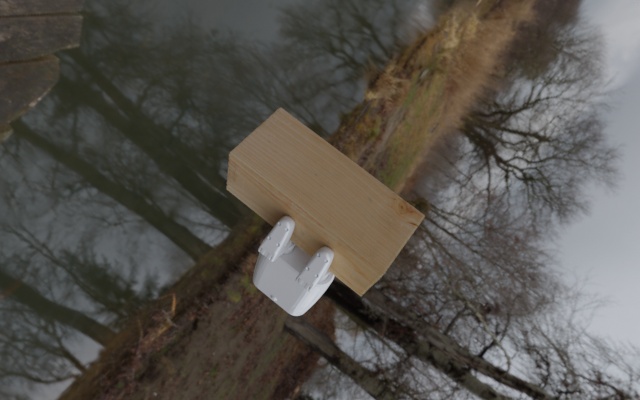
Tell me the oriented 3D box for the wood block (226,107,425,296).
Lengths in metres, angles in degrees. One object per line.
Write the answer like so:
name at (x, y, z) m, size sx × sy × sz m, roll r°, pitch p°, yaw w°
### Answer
wood block at (0.000, 0.002, 0.552) m, size 0.206 × 0.090 × 0.090 m, roll 38°, pitch -29°, yaw 7°
